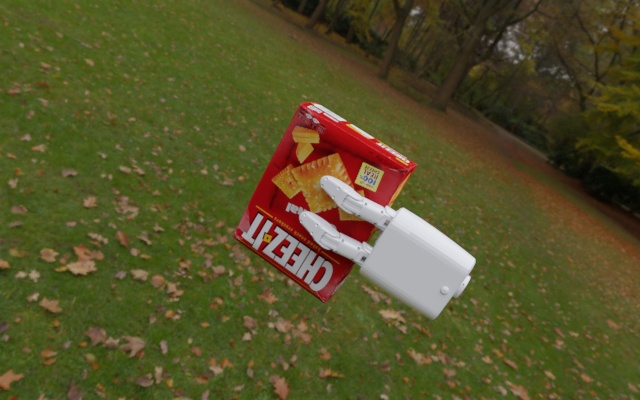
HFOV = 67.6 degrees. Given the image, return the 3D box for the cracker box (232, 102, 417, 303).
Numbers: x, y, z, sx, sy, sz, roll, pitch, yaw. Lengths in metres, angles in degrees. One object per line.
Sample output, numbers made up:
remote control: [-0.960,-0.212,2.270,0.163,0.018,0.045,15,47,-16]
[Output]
cracker box: [0.000,0.002,0.636,0.164,0.214,0.072,34,19,12]
